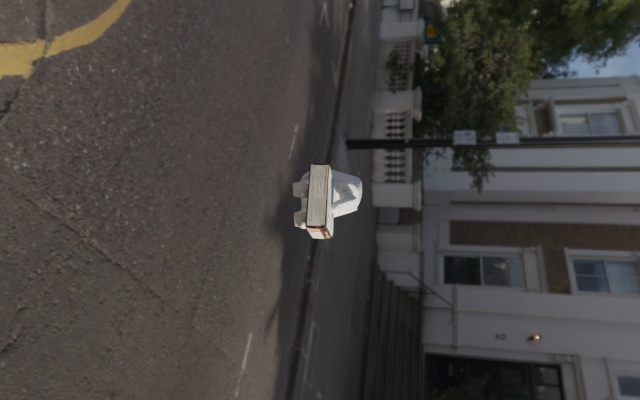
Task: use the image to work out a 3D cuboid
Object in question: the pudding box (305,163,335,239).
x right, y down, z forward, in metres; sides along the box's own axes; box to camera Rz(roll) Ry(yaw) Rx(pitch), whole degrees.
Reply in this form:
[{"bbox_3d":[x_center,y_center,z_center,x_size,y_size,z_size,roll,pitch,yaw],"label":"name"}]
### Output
[{"bbox_3d":[0.000,0.003,0.821,0.039,0.113,0.090,-1,-16,8],"label":"pudding box"}]
